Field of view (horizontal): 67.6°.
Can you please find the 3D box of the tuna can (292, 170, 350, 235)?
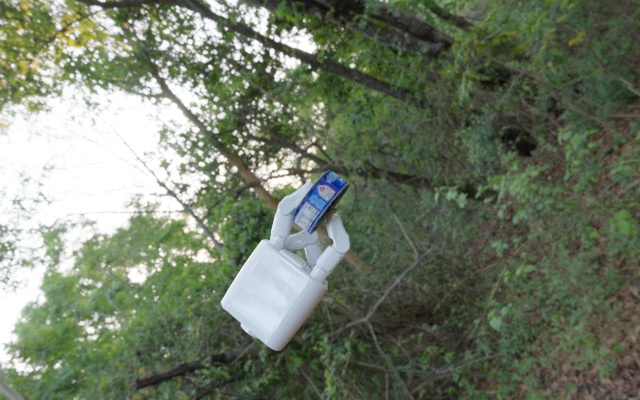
[{"bbox_3d":[0.000,0.002,0.635,0.034,0.086,0.086,38,4,6],"label":"tuna can"}]
